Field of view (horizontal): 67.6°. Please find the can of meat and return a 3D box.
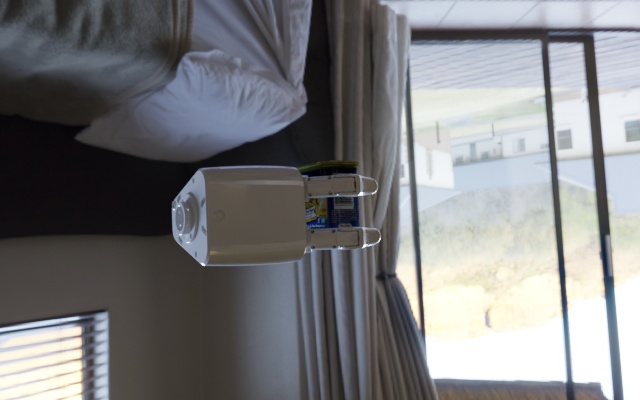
[{"bbox_3d":[0.000,0.002,0.556,0.057,0.084,0.102,0,-4,-38],"label":"can of meat"}]
